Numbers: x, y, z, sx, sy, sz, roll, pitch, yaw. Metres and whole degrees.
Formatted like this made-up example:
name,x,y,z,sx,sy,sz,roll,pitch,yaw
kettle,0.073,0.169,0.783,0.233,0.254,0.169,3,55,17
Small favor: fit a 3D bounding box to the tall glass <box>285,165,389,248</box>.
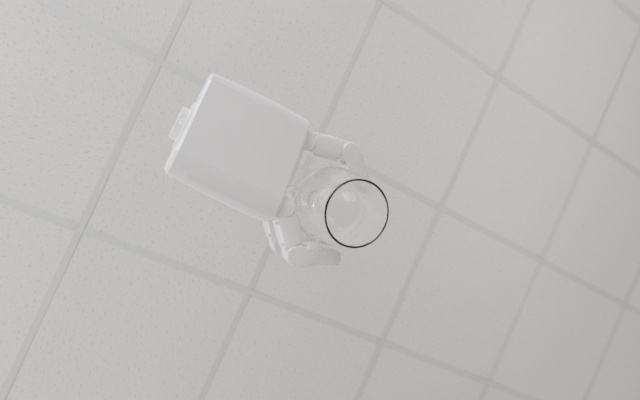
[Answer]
name,x,y,z,sx,sy,sz,roll,pitch,yaw
tall glass,0.000,0.002,0.510,0.079,0.079,0.201,0,6,-19
